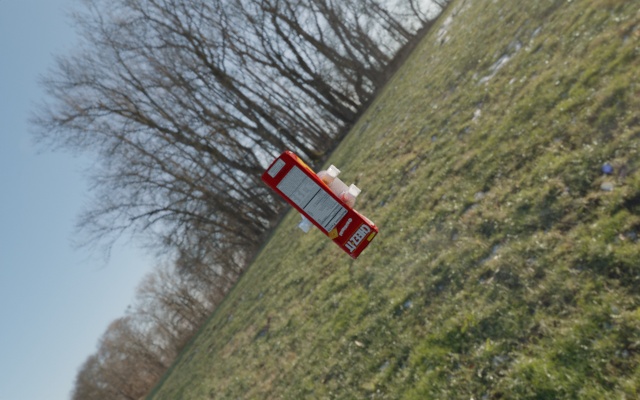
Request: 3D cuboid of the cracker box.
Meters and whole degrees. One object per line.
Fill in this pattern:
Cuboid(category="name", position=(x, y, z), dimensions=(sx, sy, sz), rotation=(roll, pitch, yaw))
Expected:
Cuboid(category="cracker box", position=(0.000, 0.003, 0.875), dimensions=(0.214, 0.072, 0.164), rotation=(40, 2, -1))
